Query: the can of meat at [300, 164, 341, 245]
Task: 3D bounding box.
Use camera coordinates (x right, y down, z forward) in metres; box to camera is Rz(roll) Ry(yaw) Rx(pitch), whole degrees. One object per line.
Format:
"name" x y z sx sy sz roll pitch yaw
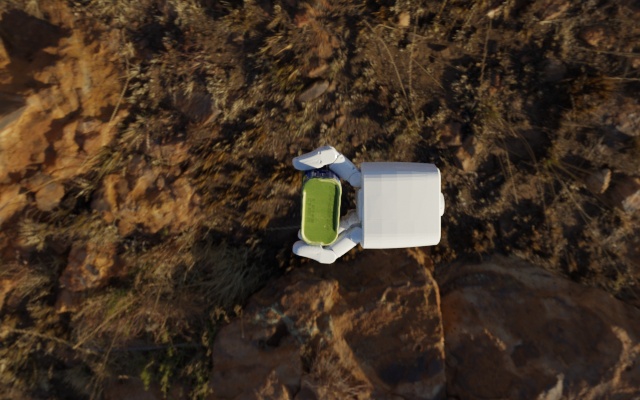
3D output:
"can of meat" 0.000 0.002 0.667 0.057 0.102 0.084 2 20 -1
